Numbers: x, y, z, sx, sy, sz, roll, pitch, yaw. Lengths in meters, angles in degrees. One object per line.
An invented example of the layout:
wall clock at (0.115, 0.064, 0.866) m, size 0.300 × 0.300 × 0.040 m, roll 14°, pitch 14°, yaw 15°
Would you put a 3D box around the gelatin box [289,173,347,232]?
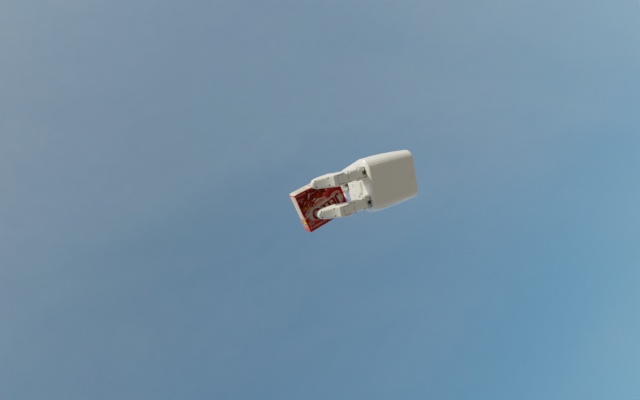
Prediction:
gelatin box at (0.000, 0.003, 0.848) m, size 0.089 × 0.073 × 0.030 m, roll -29°, pitch 16°, yaw -19°
